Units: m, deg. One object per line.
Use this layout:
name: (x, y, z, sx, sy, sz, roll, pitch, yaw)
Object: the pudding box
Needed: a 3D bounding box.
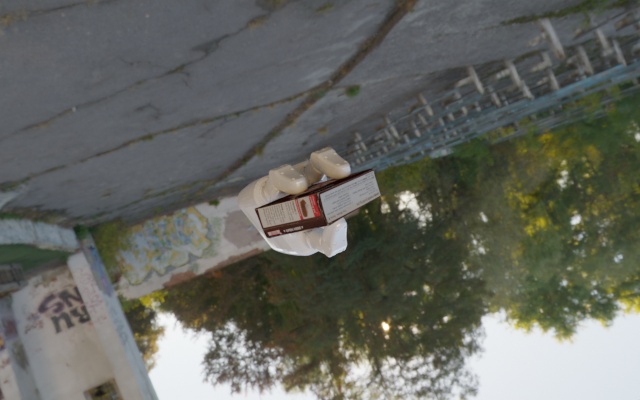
pudding box: (0.000, 0.002, 0.520, 0.090, 0.039, 0.113, -15, 8, 38)
